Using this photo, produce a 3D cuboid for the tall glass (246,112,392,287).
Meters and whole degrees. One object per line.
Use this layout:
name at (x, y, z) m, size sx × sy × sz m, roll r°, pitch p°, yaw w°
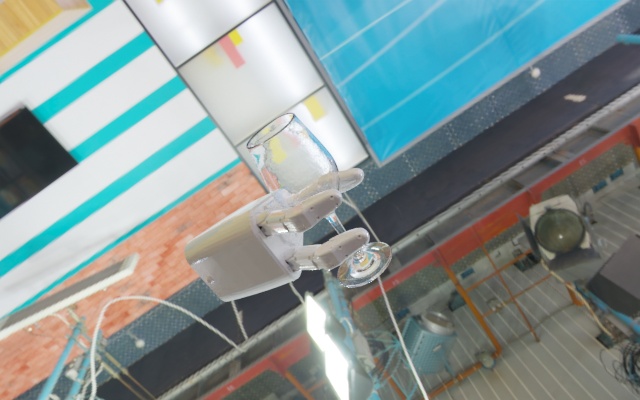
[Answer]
tall glass at (0.001, 0.002, 0.534) m, size 0.079 × 0.201 × 0.079 m, roll -29°, pitch 24°, yaw 14°
